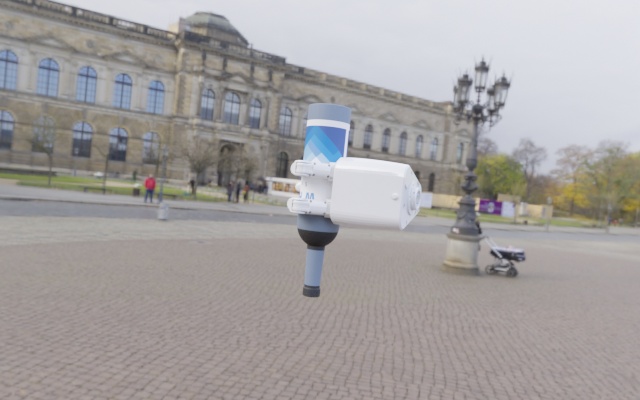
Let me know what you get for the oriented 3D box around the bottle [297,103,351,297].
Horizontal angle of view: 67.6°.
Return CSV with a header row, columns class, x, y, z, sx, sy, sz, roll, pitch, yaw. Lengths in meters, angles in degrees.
class,x,y,z,sx,sy,sz,roll,pitch,yaw
bottle,0.000,0.002,0.744,0.069,0.295,0.069,6,1,0
